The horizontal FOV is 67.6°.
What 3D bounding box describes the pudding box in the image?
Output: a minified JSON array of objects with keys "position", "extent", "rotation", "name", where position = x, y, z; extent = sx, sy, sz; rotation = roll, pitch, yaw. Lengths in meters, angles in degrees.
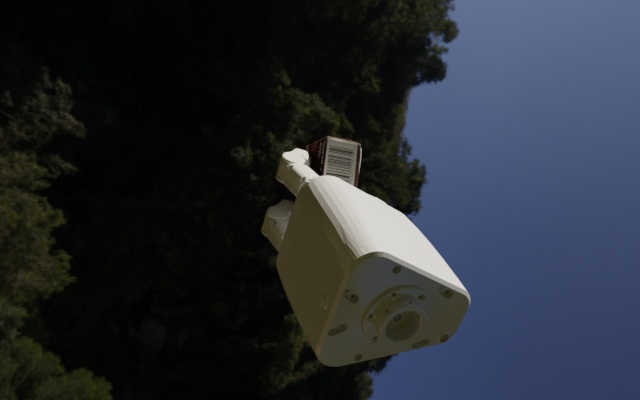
[{"position":[0.000,0.002,0.459],"extent":[0.039,0.113,0.090],"rotation":[10,-5,-20],"name":"pudding box"}]
